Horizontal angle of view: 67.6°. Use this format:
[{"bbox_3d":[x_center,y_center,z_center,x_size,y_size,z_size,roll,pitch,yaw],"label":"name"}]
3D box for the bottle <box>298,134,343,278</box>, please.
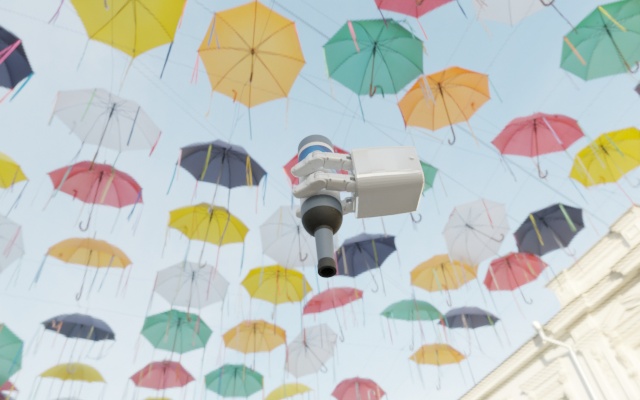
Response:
[{"bbox_3d":[0.000,0.002,0.778,0.069,0.069,0.295,0,42,-5],"label":"bottle"}]
